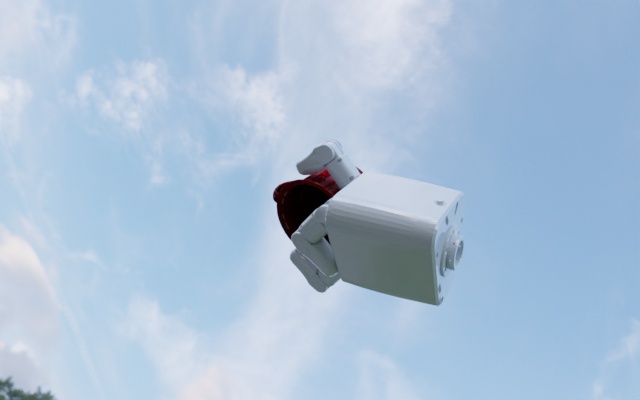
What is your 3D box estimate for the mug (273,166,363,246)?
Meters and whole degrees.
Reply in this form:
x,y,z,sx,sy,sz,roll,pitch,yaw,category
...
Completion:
x,y,z,sx,sy,sz,roll,pitch,yaw,category
-0.001,0.001,0.558,0.117,0.093,0.081,16,32,28,mug
